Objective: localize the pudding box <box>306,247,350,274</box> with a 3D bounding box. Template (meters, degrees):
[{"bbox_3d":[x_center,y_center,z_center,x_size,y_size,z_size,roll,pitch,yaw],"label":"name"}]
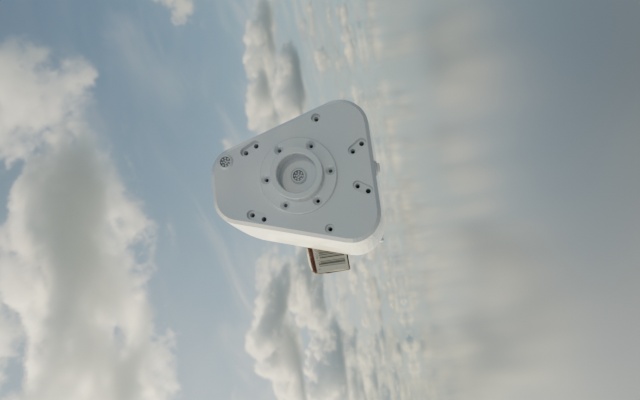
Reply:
[{"bbox_3d":[0.000,0.002,0.464,0.039,0.113,0.090,-8,19,2],"label":"pudding box"}]
